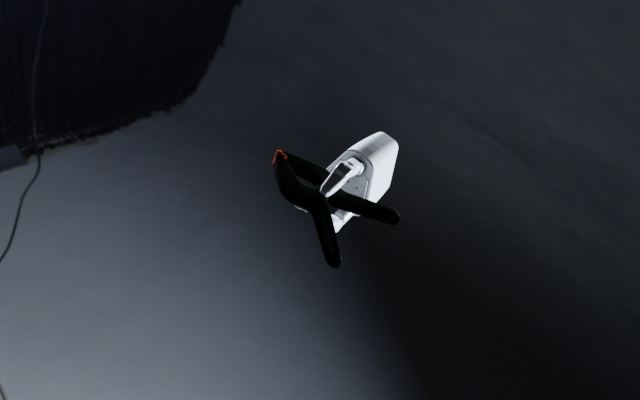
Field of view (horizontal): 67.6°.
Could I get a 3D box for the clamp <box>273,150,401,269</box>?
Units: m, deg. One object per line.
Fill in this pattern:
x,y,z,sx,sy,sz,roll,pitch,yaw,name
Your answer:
0.000,0.001,0.702,0.210,0.036,0.164,37,41,13,clamp
